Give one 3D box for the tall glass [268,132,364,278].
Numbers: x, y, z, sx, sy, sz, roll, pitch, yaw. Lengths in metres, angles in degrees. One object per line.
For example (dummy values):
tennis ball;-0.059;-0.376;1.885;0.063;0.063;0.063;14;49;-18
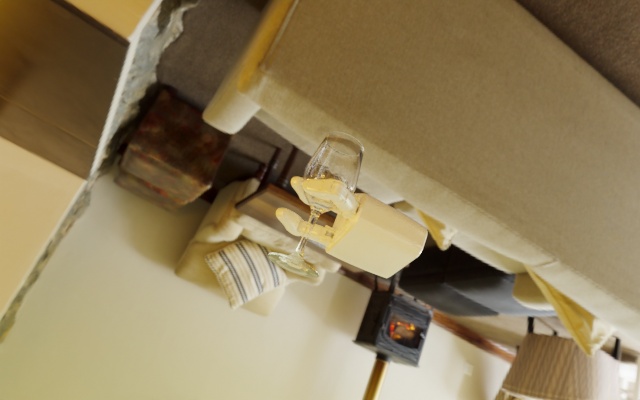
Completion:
tall glass;0.000;0.003;0.671;0.079;0.201;0.079;20;-21;8
